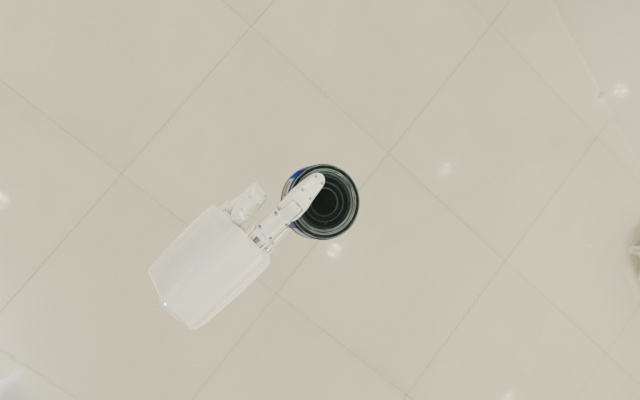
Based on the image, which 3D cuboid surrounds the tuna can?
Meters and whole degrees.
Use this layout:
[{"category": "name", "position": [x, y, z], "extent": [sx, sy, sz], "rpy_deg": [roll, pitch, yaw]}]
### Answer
[{"category": "tuna can", "position": [0.000, 0.002, 0.538], "extent": [0.086, 0.086, 0.034], "rpy_deg": [0, -1, -18]}]
